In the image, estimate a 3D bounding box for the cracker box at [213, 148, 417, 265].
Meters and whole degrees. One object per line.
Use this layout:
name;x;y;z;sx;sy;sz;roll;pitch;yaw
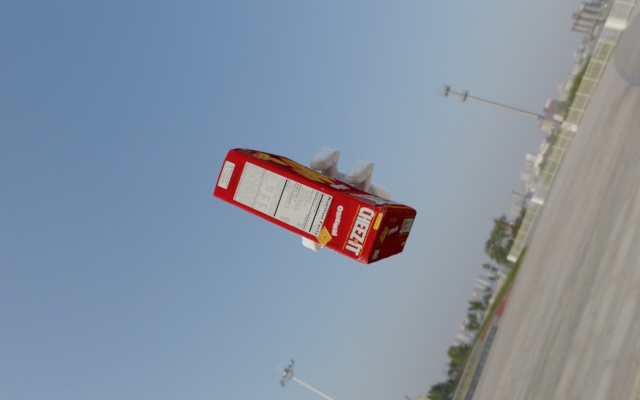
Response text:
cracker box;0.000;0.002;0.611;0.213;0.072;0.164;22;8;21
